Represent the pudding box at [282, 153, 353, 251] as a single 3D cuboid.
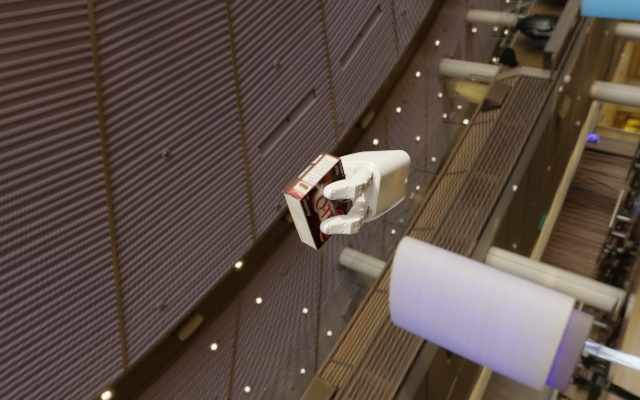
[{"bbox_3d":[0.000,0.002,0.678,0.039,0.114,0.090,23,58,35],"label":"pudding box"}]
